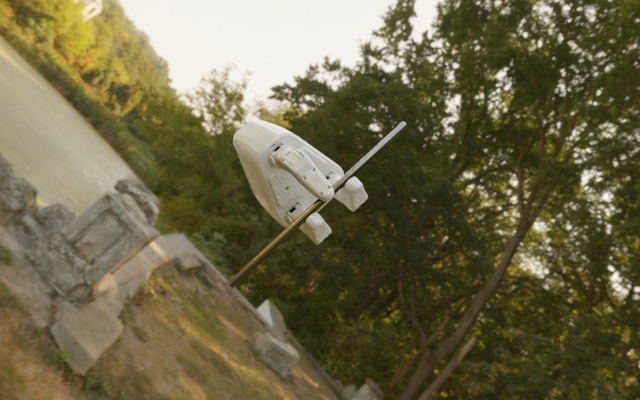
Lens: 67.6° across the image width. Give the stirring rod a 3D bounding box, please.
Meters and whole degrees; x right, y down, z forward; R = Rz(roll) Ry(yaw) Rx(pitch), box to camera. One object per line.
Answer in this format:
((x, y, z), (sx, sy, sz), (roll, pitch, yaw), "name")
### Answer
((0.000, 0.002, 0.479), (0.239, 0.011, 0.011), (-43, 7, -8), "stirring rod")
